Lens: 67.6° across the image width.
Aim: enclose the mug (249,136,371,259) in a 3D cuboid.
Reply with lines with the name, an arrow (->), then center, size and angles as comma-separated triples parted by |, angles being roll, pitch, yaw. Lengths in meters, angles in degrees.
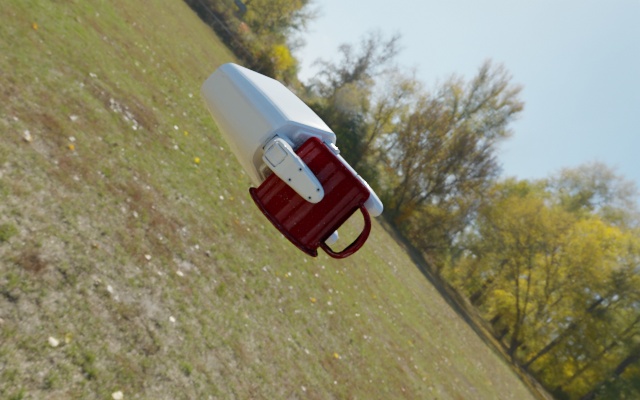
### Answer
mug -> 0.001, 0.002, 0.452 | 0.117, 0.081, 0.093 | 48, 5, 24
